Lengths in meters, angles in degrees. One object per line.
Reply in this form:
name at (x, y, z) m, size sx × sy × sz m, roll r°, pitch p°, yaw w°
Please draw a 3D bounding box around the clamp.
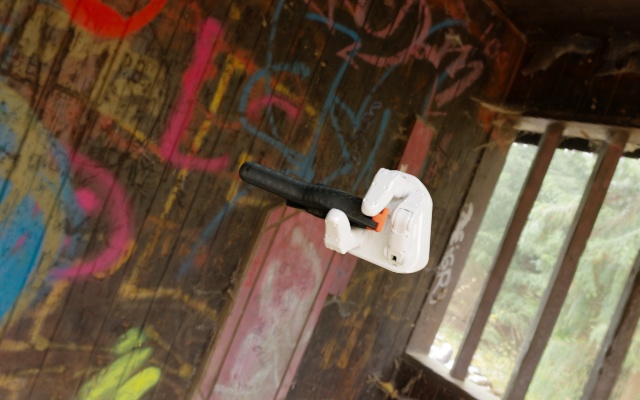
clamp at (0.000, 0.001, 0.552) m, size 0.171 × 0.039 × 0.120 m, roll 21°, pitch -1°, yaw 22°
